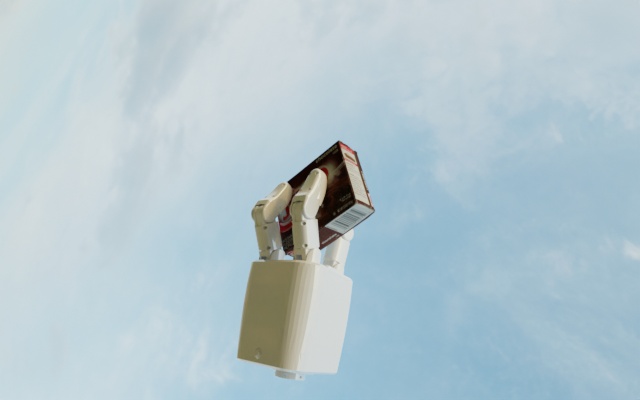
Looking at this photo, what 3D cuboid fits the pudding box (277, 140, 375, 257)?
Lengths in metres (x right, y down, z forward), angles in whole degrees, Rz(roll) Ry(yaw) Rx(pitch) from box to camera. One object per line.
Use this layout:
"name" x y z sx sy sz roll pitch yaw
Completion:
"pudding box" 0.000 0.002 0.536 0.113 0.090 0.039 -35 -41 27
